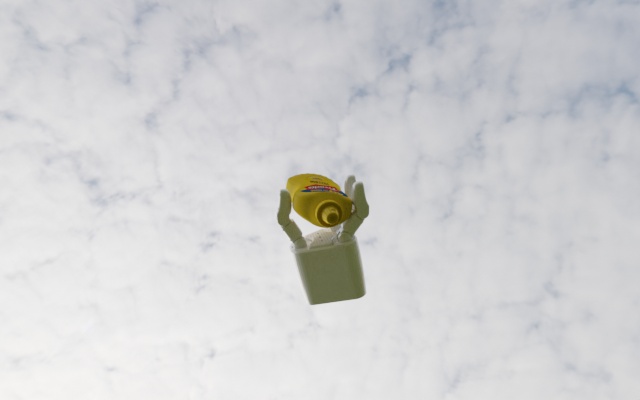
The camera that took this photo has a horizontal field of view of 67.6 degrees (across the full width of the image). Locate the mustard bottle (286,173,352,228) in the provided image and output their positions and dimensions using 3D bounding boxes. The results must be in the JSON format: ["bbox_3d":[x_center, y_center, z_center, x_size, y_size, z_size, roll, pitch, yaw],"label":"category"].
[{"bbox_3d":[0.000,0.002,0.782,0.096,0.058,0.191,8,14,-13],"label":"mustard bottle"}]
